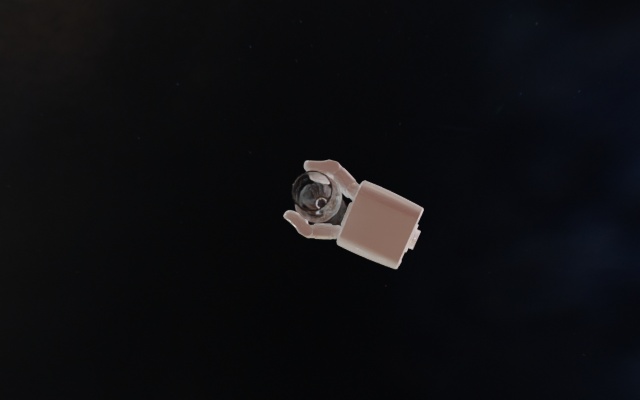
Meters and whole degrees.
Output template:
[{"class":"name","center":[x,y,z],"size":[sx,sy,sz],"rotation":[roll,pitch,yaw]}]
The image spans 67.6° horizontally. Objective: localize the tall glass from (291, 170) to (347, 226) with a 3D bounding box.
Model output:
[{"class":"tall glass","center":[0.000,0.003,0.799],"size":[0.079,0.079,0.201],"rotation":[0,-10,8]}]
